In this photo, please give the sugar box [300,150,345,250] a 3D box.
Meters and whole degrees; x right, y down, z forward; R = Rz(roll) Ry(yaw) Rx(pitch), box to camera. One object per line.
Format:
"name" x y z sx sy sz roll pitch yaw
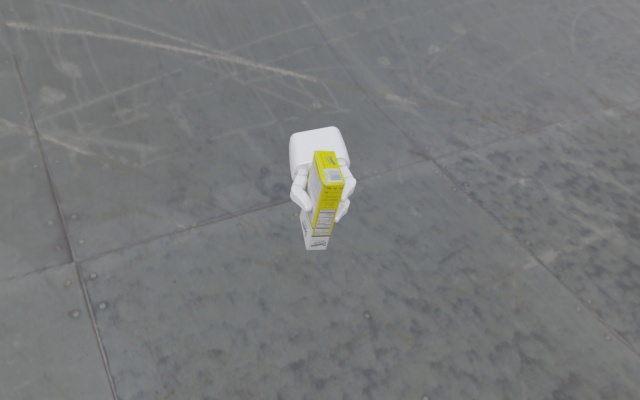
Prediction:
"sugar box" 0.001 0.003 0.898 0.048 0.176 0.093 -2 45 -13
